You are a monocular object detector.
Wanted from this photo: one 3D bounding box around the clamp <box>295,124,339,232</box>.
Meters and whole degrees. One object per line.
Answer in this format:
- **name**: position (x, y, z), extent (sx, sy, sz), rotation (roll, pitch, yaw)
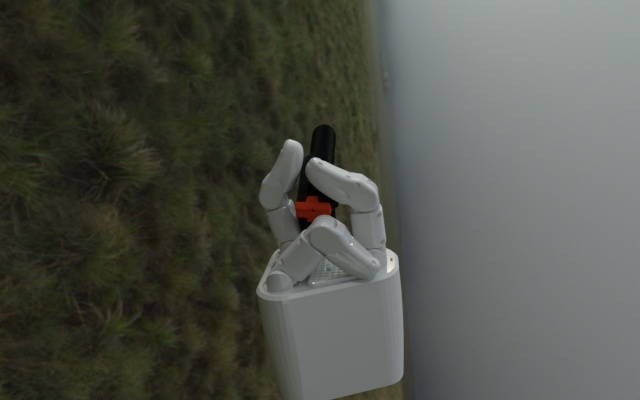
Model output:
- **clamp**: position (0.001, 0.001, 0.450), extent (0.039, 0.120, 0.171), rotation (-5, 19, 8)
